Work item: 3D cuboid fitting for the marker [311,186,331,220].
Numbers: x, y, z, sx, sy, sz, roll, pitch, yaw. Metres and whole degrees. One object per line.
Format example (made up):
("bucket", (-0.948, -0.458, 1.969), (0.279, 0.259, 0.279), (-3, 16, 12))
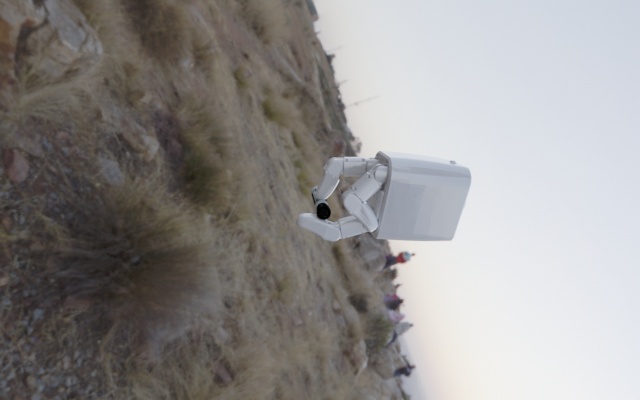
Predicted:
("marker", (0.000, 0.002, 0.660), (0.020, 0.020, 0.121), (0, 14, -5))
